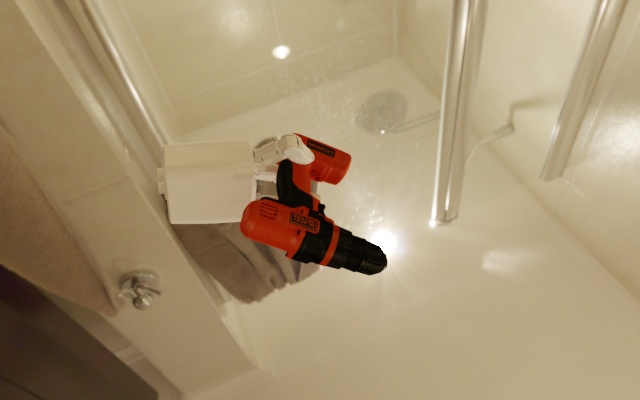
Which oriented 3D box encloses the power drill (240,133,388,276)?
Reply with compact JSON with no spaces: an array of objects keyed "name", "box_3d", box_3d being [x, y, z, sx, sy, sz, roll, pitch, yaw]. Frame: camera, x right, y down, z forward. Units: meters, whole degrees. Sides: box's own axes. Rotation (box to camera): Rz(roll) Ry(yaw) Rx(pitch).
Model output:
[{"name":"power drill","box_3d":[0.000,0.002,0.615,0.184,0.057,0.187,21,39,-14]}]
